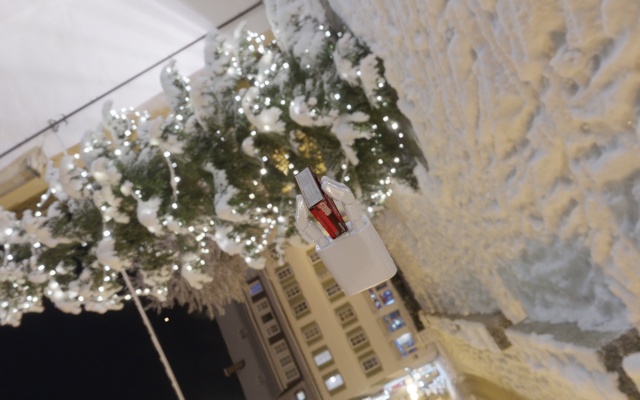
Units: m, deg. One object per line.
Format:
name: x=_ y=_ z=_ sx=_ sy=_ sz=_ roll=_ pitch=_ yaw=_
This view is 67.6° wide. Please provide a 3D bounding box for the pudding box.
pudding box: x=0.000 y=0.003 z=0.846 sx=0.039 sy=0.090 sz=0.113 roll=-33 pitch=38 yaw=3
